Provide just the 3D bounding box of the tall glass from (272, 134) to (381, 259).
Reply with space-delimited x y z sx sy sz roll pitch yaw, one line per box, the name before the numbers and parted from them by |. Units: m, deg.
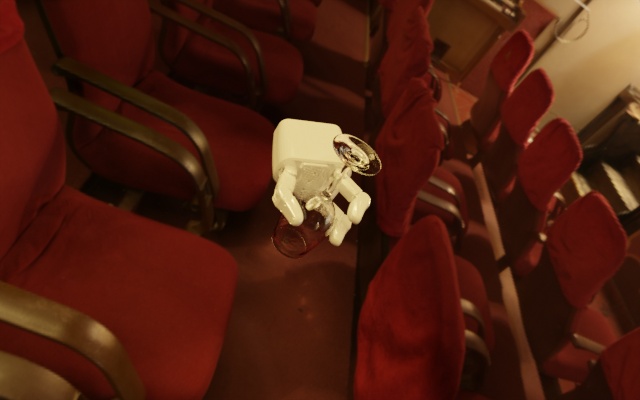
tall glass | 0.000 0.002 0.683 0.079 0.079 0.201 0 -40 -39
